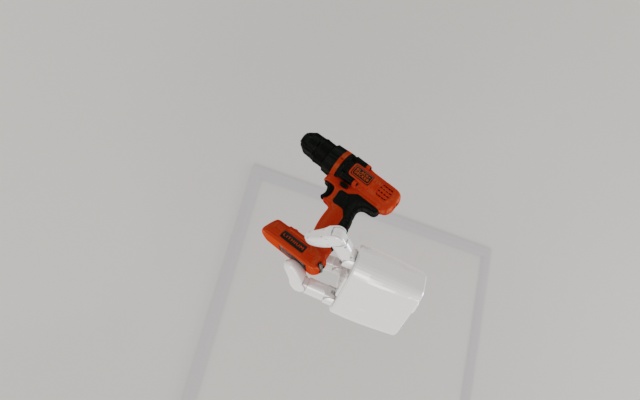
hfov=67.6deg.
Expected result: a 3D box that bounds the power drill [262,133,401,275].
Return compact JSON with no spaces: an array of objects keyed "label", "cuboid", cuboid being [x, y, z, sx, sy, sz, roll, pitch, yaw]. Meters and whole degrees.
[{"label":"power drill","cuboid":[0.000,0.003,0.721,0.184,0.187,0.057,37,-15,15]}]
